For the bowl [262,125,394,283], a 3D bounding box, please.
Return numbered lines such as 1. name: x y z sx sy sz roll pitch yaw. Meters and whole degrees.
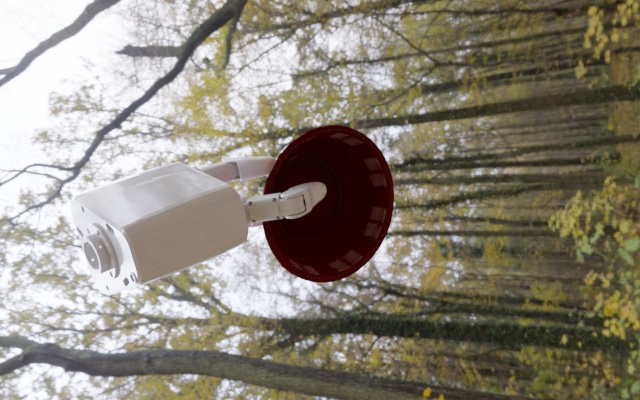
1. bowl: 0.001 0.002 0.506 0.162 0.162 0.055 0 8 -32
